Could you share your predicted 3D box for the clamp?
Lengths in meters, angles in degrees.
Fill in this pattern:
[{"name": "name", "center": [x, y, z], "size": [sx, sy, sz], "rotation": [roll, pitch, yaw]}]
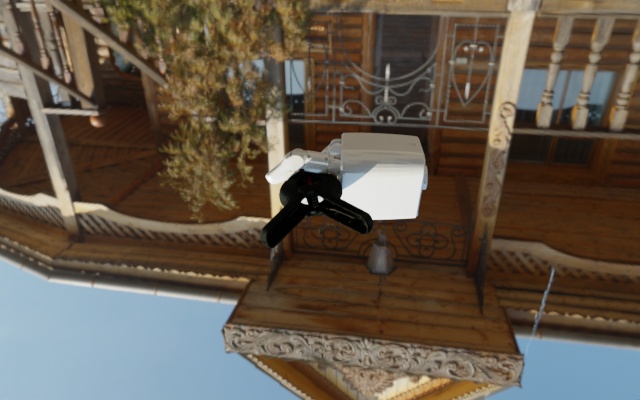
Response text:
[{"name": "clamp", "center": [0.000, 0.002, 0.569], "size": [0.120, 0.039, 0.171], "rotation": [1, 29, 3]}]
